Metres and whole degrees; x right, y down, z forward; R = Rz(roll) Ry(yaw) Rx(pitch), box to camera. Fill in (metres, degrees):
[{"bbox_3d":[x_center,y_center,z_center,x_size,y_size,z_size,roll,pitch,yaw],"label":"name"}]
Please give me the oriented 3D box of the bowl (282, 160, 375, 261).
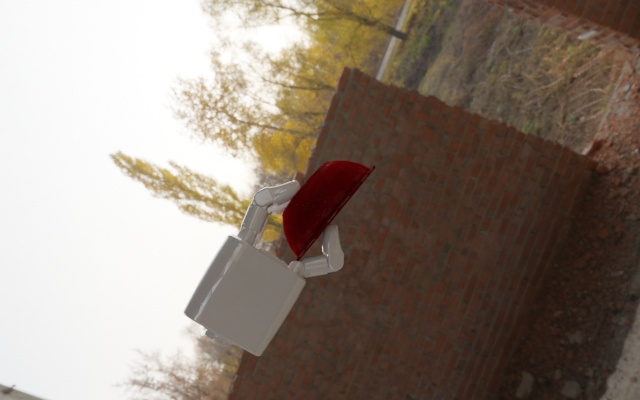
[{"bbox_3d":[0.001,0.001,0.620,0.055,0.162,0.162,40,3,3],"label":"bowl"}]
